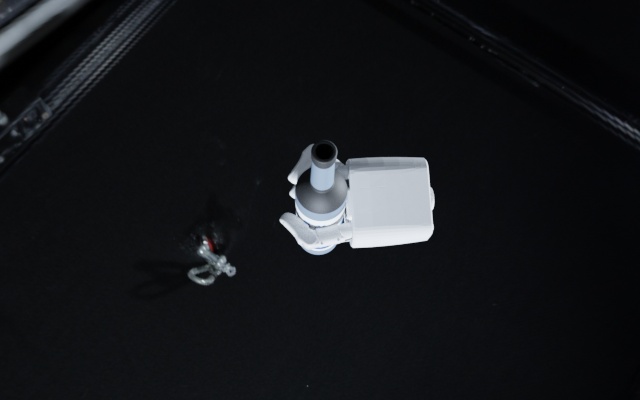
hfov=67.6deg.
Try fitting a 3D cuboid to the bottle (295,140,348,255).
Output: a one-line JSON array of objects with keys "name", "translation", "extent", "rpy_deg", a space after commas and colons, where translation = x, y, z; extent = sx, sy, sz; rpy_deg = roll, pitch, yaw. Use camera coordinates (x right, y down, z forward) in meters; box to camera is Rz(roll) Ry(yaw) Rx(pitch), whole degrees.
[{"name": "bottle", "translation": [0.000, 0.002, 0.633], "extent": [0.069, 0.069, 0.296], "rpy_deg": [0, -21, -2]}]
